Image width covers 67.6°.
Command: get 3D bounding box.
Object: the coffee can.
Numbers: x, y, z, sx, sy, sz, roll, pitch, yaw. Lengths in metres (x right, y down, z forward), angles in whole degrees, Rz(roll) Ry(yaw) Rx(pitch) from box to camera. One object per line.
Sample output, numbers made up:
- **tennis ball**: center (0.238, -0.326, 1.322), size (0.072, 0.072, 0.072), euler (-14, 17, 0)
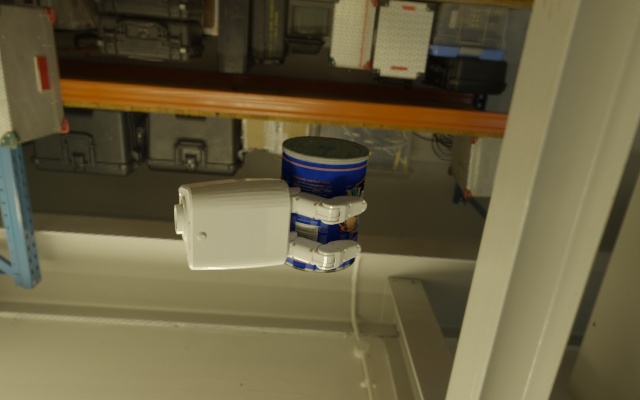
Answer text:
- **coffee can**: center (0.000, 0.002, 0.581), size (0.103, 0.140, 0.102), euler (5, 20, -2)
